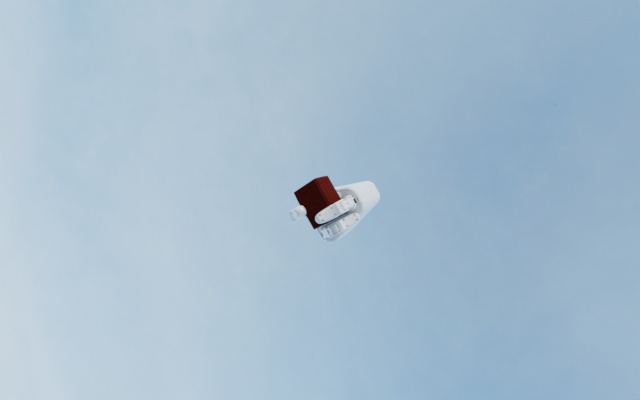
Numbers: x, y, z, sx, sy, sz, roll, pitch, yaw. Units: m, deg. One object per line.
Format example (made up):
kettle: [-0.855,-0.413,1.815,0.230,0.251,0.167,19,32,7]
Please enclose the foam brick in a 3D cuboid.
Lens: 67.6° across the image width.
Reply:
foam brick: [0.000,0.002,0.845,0.053,0.078,0.051,-30,-3,29]
